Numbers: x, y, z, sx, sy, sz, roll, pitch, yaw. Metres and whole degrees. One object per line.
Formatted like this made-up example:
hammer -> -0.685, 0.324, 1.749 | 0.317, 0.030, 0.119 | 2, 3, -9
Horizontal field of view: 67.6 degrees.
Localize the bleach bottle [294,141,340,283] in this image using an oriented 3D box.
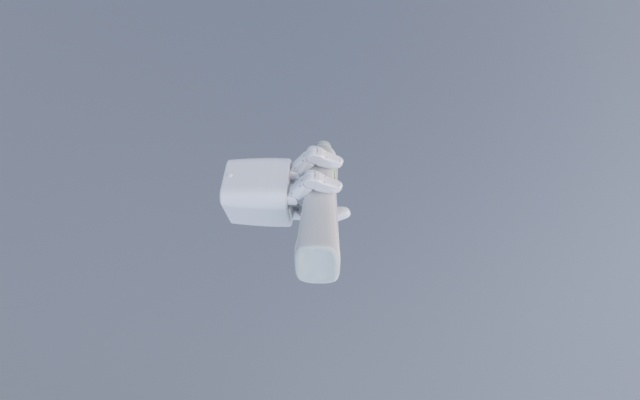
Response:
bleach bottle -> 0.000, 0.003, 0.781 | 0.068, 0.250, 0.103 | 1, -41, 2
